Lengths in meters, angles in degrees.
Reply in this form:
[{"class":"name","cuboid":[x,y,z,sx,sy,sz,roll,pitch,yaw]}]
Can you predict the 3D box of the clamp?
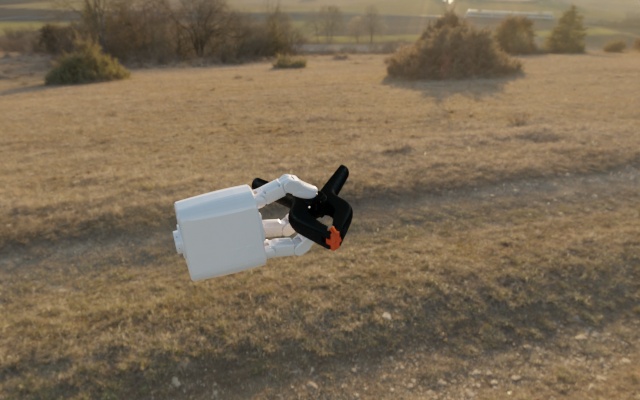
[{"class":"clamp","cuboid":[0.000,0.002,0.725,0.164,0.036,0.210,-14,33,-18]}]
